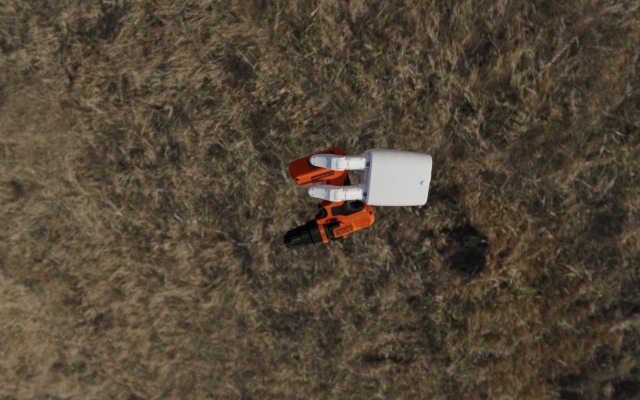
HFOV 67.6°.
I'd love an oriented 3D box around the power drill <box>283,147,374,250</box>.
[{"bbox_3d":[0.000,0.003,0.891,0.184,0.188,0.057,-20,42,-4],"label":"power drill"}]
